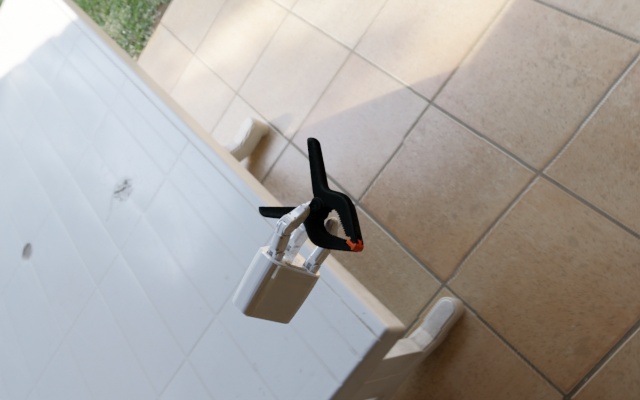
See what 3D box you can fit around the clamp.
[{"bbox_3d":[0.000,0.003,0.774,0.210,0.164,0.036,37,12,35],"label":"clamp"}]
